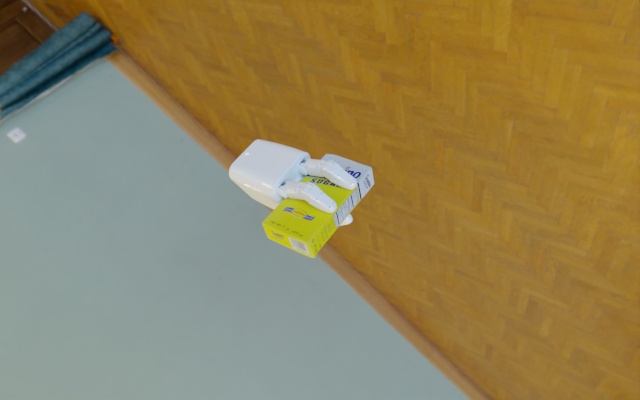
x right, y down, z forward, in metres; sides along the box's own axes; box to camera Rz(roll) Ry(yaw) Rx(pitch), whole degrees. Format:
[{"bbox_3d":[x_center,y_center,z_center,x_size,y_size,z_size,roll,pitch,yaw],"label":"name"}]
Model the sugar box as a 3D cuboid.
[{"bbox_3d":[0.000,0.002,0.754,0.093,0.176,0.048,21,-32,30],"label":"sugar box"}]
